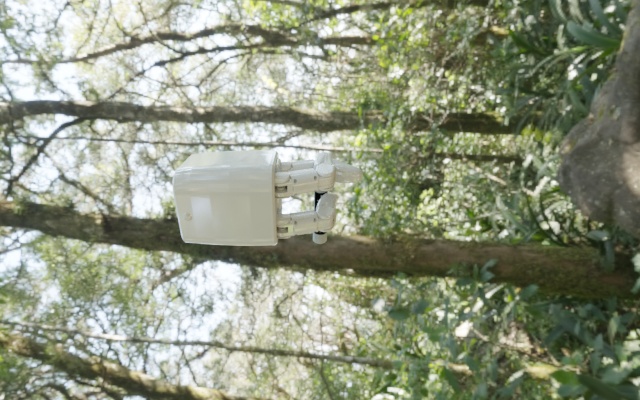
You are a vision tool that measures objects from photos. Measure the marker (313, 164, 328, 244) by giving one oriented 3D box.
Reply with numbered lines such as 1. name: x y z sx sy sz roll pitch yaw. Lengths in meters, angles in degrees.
1. marker: 0.000 0.002 0.598 0.020 0.121 0.020 1 34 -1
